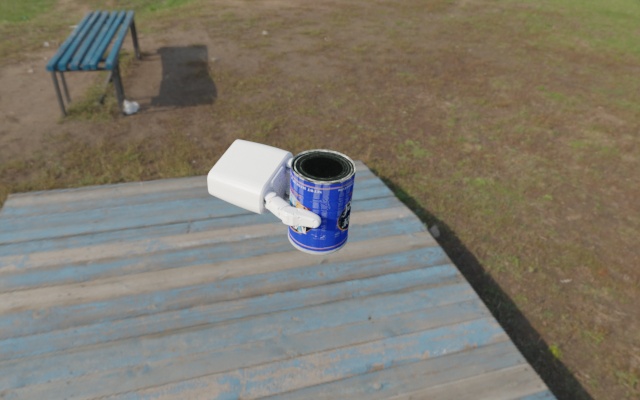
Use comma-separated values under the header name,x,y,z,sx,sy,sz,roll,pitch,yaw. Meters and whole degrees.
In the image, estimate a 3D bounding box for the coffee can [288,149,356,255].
name,x,y,z,sx,sy,sz,roll,pitch,yaw
coffee can,0.000,0.003,0.777,0.103,0.140,0.102,3,35,-2
